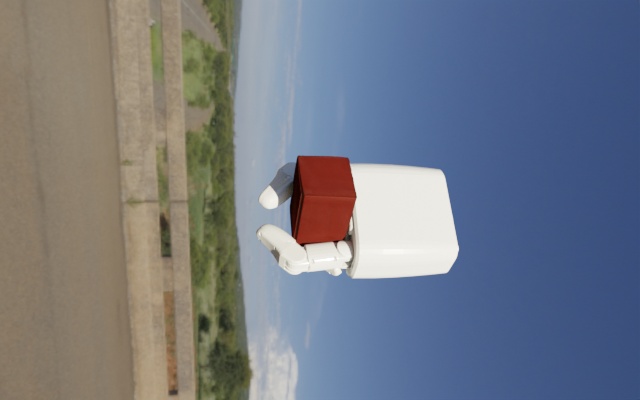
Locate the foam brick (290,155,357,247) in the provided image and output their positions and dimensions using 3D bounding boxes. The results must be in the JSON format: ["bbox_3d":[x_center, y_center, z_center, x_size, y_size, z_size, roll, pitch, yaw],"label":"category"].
[{"bbox_3d":[0.000,0.001,0.461,0.051,0.053,0.078,1,-41,-10],"label":"foam brick"}]
